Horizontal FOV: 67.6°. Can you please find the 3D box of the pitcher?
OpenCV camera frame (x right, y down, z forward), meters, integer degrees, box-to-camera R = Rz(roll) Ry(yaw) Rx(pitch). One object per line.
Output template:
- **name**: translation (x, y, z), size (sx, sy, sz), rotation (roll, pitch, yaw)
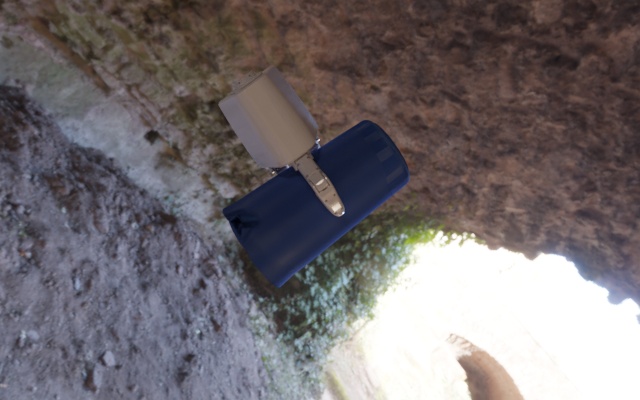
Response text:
- **pitcher**: translation (0.000, 0.002, 0.670), size (0.243, 0.145, 0.149), rotation (-35, 17, -1)
